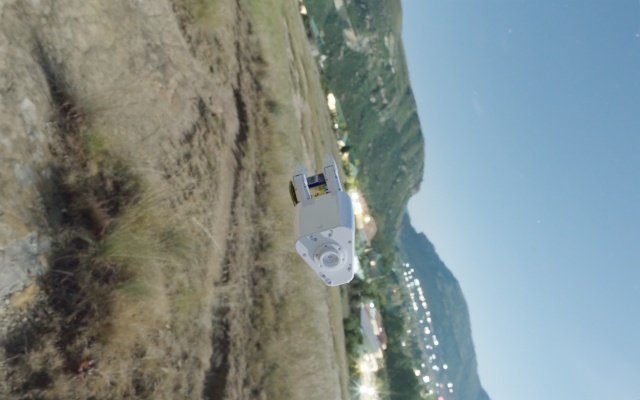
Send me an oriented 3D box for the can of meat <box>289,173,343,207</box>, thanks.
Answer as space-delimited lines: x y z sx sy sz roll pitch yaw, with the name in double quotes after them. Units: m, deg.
0.000 0.003 0.849 0.084 0.102 0.057 -17 24 8 "can of meat"
